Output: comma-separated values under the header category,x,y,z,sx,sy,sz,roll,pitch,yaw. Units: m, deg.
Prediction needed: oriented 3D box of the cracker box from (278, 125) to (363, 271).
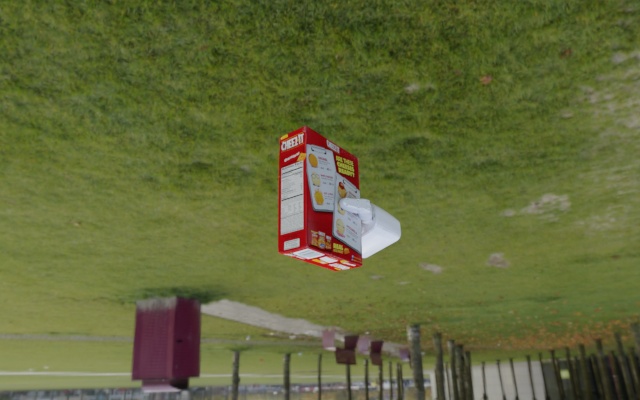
category,x,y,z,sx,sy,sz,roll,pitch,yaw
cracker box,0.000,0.003,0.834,0.072,0.213,0.164,-16,-26,33
